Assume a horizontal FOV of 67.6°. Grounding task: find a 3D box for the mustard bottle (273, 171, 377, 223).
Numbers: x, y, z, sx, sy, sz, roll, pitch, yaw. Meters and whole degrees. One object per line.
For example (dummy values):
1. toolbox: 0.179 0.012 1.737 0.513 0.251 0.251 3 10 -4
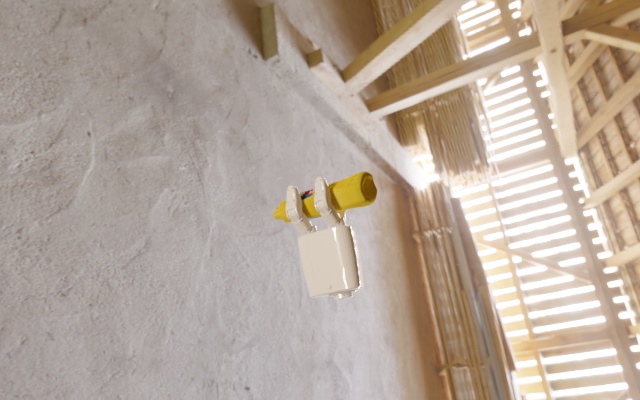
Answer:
1. mustard bottle: 0.000 0.002 0.851 0.191 0.058 0.096 -17 8 24
